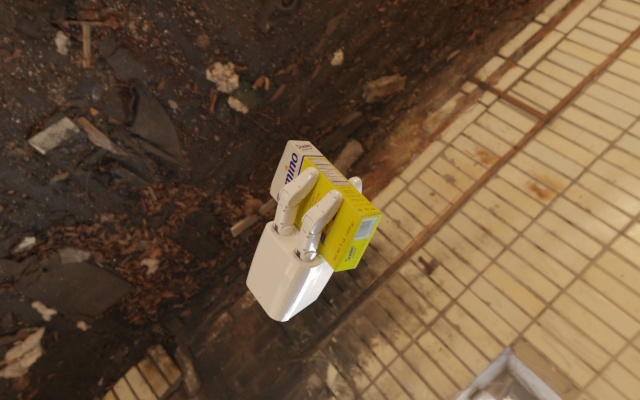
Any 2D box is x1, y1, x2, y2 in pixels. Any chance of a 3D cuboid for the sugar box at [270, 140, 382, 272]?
[{"bbox_3d":[0.000,0.002,0.648,0.048,0.093,0.176,-5,39,-43],"label":"sugar box"}]
